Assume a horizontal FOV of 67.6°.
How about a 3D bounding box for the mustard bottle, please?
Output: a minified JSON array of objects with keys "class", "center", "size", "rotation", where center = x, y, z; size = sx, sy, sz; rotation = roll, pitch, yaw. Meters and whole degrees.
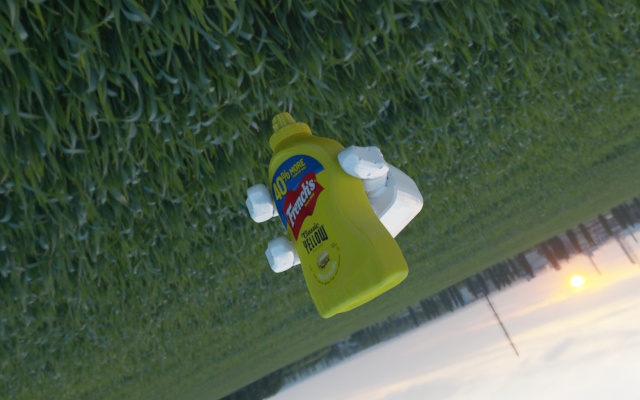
[{"class":"mustard bottle","center":[0.000,0.002,0.434],"size":[0.058,0.191,0.096],"rotation":[-8,-24,-40]}]
